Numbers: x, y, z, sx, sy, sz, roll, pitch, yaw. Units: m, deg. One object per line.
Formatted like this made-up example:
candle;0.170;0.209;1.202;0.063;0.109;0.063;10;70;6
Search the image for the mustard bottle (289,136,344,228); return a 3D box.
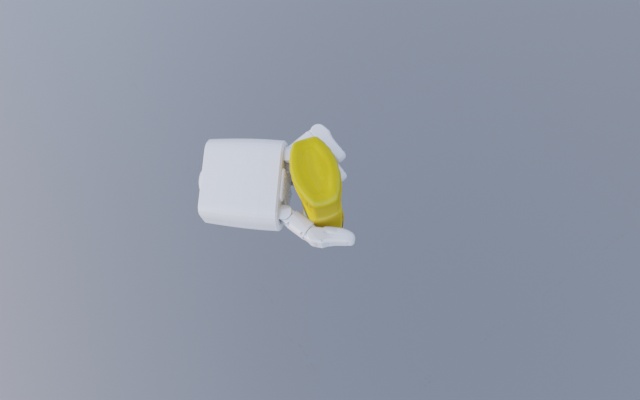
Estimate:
mustard bottle;0.000;0.002;0.644;0.058;0.096;0.192;-18;-24;-4
